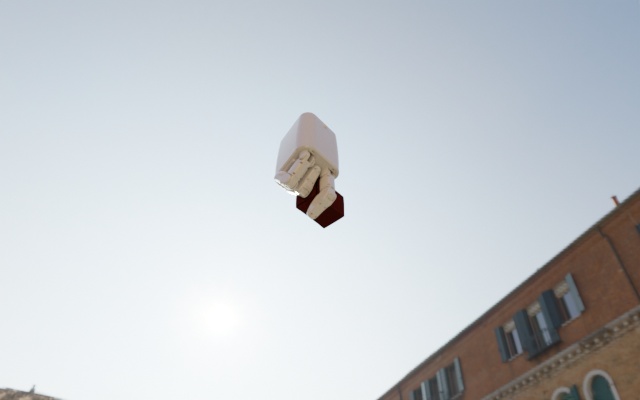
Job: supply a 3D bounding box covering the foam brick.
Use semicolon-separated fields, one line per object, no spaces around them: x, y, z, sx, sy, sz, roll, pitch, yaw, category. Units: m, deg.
0.000;0.003;0.863;0.053;0.051;0.078;-31;-52;28;foam brick
